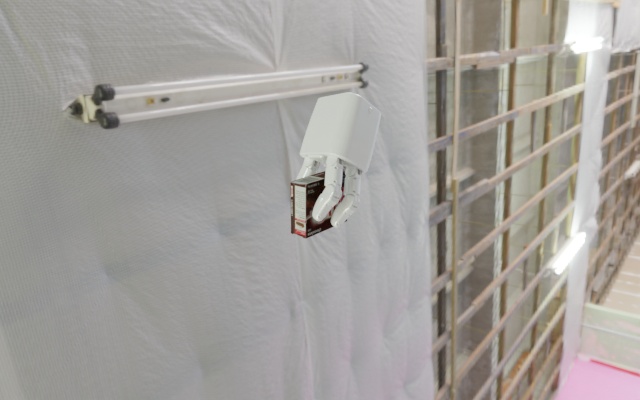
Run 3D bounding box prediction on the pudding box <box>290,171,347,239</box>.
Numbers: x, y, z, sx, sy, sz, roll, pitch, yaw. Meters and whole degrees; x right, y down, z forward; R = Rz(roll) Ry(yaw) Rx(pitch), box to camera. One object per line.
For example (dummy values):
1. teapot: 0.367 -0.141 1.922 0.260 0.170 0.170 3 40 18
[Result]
1. pudding box: 0.000 0.002 0.782 0.039 0.090 0.113 14 22 39
